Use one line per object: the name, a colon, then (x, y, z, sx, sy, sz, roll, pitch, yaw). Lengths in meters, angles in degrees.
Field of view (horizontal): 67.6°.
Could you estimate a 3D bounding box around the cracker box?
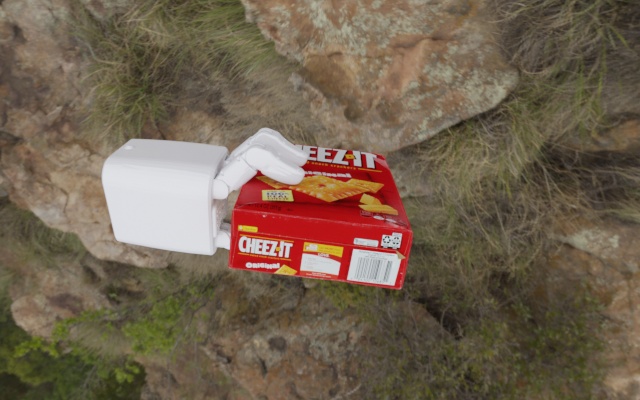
cracker box: (0.000, 0.002, 0.521, 0.164, 0.072, 0.213, 7, 24, -3)
